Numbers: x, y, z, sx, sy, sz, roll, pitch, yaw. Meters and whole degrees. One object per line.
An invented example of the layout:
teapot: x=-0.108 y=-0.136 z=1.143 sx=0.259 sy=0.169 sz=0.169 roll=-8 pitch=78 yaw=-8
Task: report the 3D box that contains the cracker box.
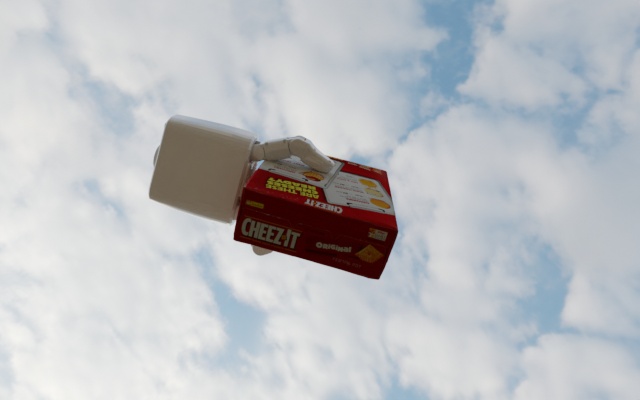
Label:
cracker box: x=0.000 y=0.002 z=0.585 sx=0.164 sy=0.072 sz=0.213 roll=15 pitch=20 yaw=-1
